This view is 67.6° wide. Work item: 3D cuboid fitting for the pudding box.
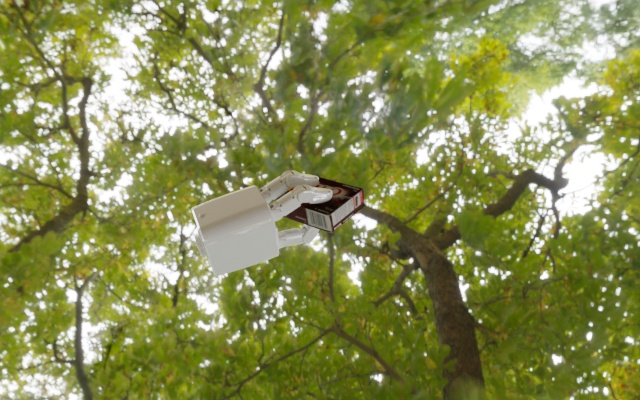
[{"bbox_3d":[0.000,0.003,0.766,0.113,0.039,0.090,19,41,35],"label":"pudding box"}]
